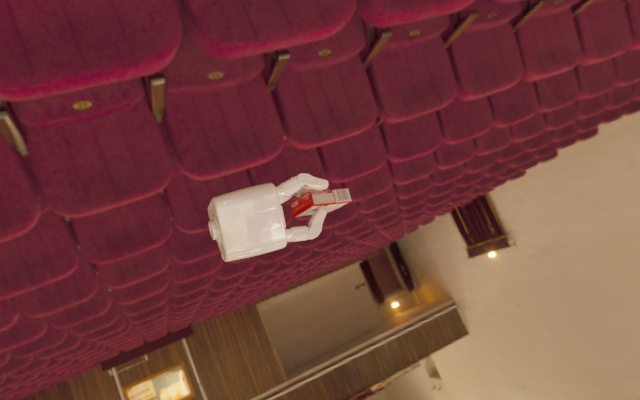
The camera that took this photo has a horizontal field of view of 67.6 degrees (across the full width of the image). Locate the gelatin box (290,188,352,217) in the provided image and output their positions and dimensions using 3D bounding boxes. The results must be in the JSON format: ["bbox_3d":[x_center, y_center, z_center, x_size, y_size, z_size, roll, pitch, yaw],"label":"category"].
[{"bbox_3d":[0.001,0.003,0.874,0.089,0.030,0.073,-6,-14,-34],"label":"gelatin box"}]
